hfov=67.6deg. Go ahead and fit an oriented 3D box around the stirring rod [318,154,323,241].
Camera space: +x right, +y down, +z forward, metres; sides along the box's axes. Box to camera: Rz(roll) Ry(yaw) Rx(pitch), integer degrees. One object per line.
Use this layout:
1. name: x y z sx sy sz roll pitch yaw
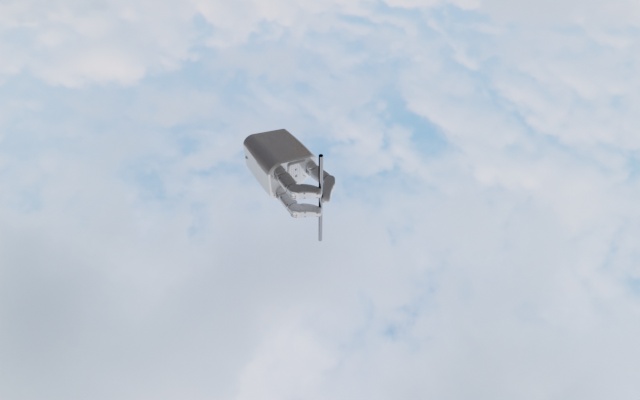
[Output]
1. stirring rod: 0.000 0.003 0.886 0.011 0.011 0.240 0 -40 0
